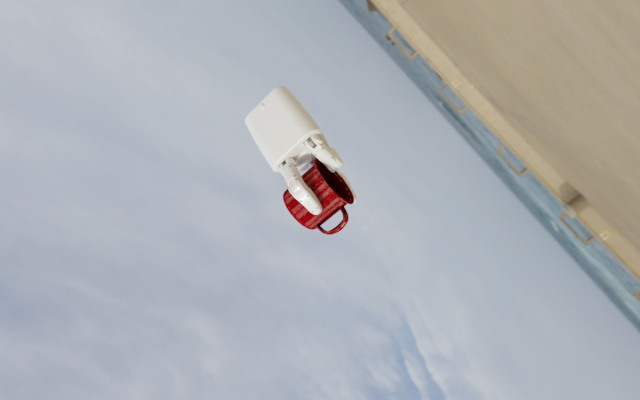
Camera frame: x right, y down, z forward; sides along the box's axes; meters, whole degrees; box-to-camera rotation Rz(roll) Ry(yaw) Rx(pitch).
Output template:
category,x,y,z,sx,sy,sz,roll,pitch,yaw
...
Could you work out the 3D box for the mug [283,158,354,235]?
category,x,y,z,sx,sy,sz,roll,pitch,yaw
mug,0.001,0.004,0.766,0.081,0.117,0.093,-40,-22,18
